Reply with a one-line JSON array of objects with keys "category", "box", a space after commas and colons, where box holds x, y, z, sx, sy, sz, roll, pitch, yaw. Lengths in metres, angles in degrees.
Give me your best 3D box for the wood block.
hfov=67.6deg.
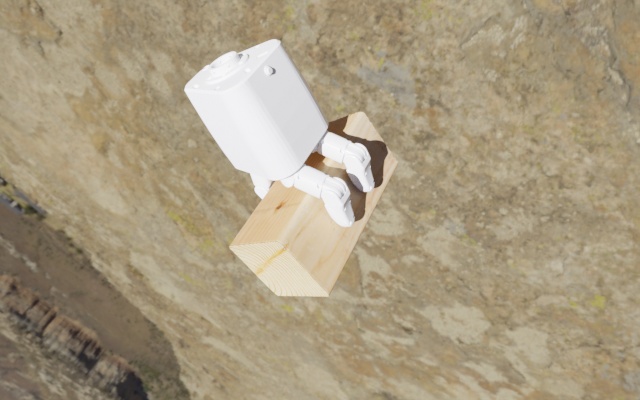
[{"category": "wood block", "box": [0.000, 0.002, 0.559, 0.091, 0.206, 0.090, -10, -52, 46]}]
